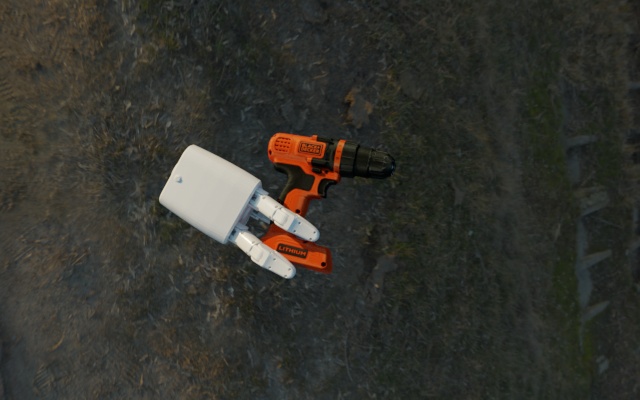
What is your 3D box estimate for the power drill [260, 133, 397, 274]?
[{"bbox_3d":[0.000,0.003,0.665,0.184,0.187,0.057,10,-15,14],"label":"power drill"}]
